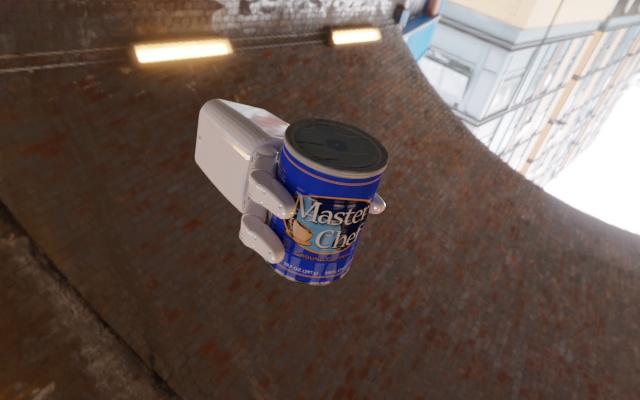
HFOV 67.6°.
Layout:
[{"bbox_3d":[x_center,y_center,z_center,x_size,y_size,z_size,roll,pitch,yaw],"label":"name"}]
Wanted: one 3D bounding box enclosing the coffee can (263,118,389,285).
[{"bbox_3d":[0.000,0.002,0.492,0.103,0.140,0.102,11,33,-7],"label":"coffee can"}]
